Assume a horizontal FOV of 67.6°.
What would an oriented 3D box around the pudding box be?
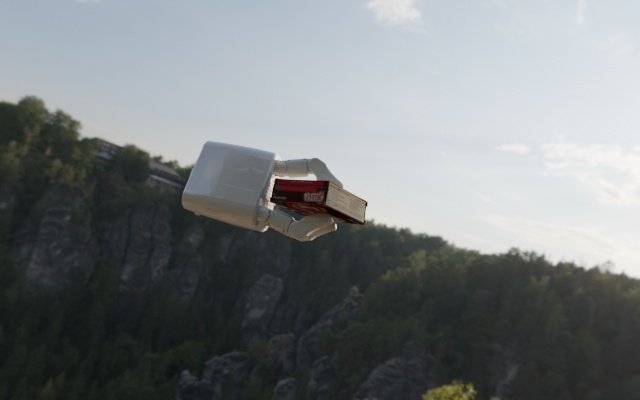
[{"bbox_3d":[0.000,0.002,0.657,0.090,0.039,0.113,5,-10,35],"label":"pudding box"}]
